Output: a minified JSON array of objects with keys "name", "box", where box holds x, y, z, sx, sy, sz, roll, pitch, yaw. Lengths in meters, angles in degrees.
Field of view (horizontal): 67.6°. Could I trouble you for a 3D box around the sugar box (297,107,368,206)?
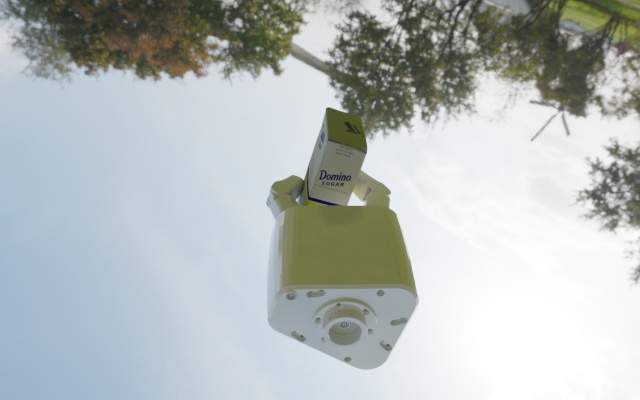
[{"name":"sugar box","box":[0.001,0.002,0.501,0.048,0.176,0.093,17,29,-9]}]
